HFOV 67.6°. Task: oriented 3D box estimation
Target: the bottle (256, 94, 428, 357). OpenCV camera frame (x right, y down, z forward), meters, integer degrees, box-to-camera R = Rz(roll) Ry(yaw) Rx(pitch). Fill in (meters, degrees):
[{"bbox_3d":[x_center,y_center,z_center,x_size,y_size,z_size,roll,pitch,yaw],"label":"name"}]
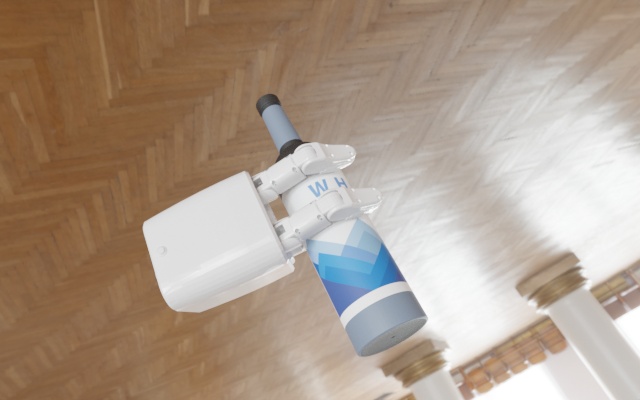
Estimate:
[{"bbox_3d":[0.000,0.002,0.468,0.069,0.295,0.069,-21,-31,-13],"label":"bottle"}]
